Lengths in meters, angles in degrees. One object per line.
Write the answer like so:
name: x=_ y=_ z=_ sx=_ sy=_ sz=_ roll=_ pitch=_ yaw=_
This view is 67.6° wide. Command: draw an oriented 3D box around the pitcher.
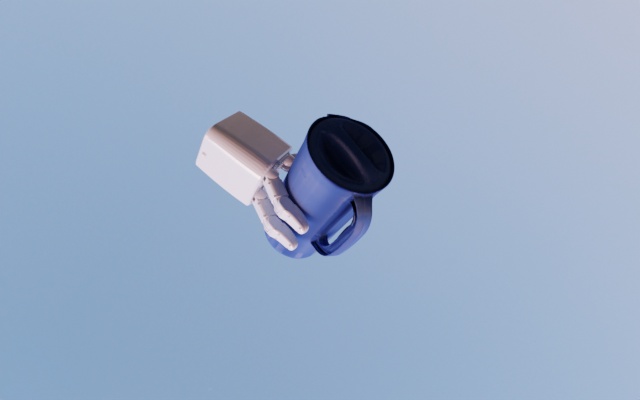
pitcher: x=0.000 y=0.002 z=0.728 sx=0.145 sy=0.149 sz=0.243 roll=37 pitch=-40 yaw=0
